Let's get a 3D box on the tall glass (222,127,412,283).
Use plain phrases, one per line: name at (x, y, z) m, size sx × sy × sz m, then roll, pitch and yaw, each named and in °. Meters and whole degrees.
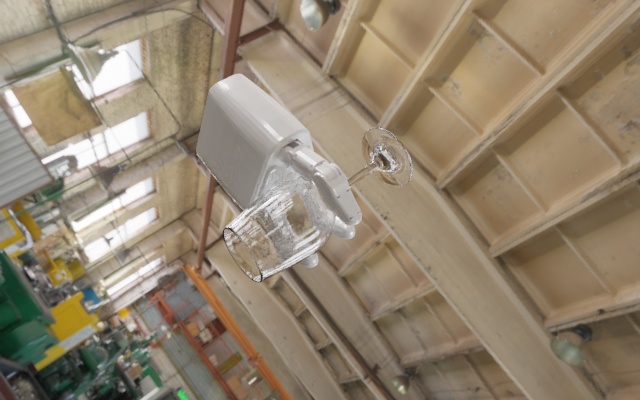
tall glass at (0.001, 0.001, 0.488) m, size 0.201 × 0.079 × 0.079 m, roll -34°, pitch 17°, yaw -27°
